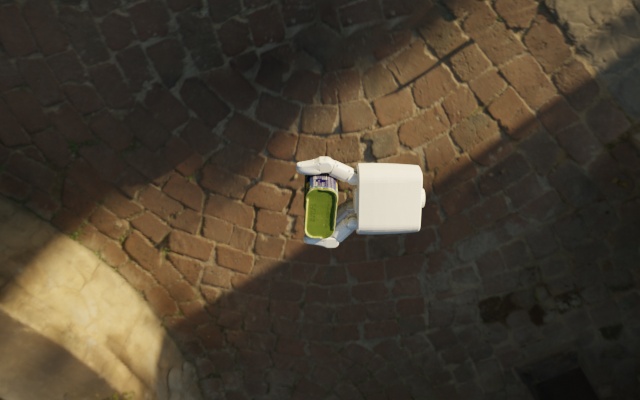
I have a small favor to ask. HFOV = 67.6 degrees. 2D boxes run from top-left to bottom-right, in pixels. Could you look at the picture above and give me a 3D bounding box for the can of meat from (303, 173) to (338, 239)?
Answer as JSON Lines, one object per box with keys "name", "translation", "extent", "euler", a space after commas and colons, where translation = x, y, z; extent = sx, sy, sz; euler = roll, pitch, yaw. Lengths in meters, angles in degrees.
{"name": "can of meat", "translation": [0.000, 0.003, 0.802], "extent": [0.057, 0.102, 0.084], "euler": [3, 30, -2]}
